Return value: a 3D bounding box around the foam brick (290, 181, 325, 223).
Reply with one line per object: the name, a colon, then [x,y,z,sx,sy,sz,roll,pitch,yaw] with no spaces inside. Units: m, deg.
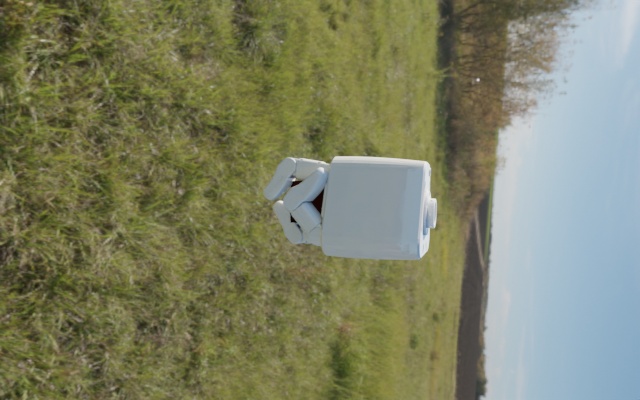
foam brick: [0.000,0.002,0.599,0.051,0.053,0.078,2,2,19]
